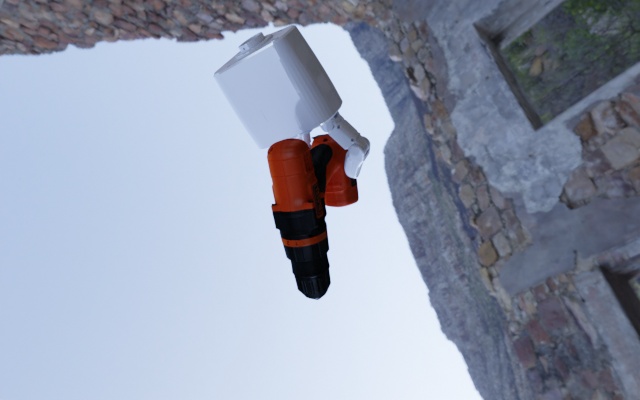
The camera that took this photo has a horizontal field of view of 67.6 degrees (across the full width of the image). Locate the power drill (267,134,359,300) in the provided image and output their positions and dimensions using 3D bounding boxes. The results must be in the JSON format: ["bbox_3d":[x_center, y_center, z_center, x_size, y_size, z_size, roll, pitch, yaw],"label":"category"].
[{"bbox_3d":[0.000,0.002,0.583,0.057,0.184,0.187,-3,18,17],"label":"power drill"}]
